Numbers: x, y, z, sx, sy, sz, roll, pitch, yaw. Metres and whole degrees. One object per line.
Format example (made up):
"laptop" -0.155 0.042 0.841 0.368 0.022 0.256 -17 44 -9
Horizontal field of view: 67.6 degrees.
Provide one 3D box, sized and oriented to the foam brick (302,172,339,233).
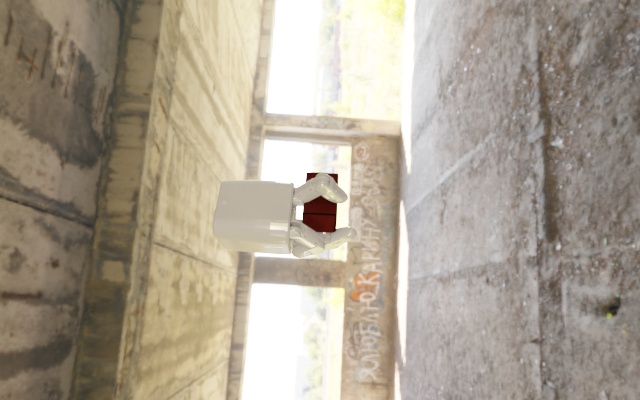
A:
"foam brick" 0.000 0.002 0.721 0.051 0.078 0.053 3 -35 1
